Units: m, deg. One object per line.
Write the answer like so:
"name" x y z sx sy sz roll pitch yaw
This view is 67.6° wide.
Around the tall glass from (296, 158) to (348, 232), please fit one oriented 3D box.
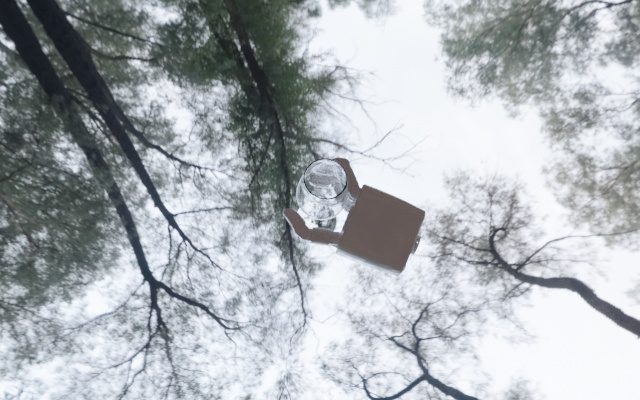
"tall glass" 0.000 0.003 0.753 0.079 0.079 0.201 0 -19 -4
